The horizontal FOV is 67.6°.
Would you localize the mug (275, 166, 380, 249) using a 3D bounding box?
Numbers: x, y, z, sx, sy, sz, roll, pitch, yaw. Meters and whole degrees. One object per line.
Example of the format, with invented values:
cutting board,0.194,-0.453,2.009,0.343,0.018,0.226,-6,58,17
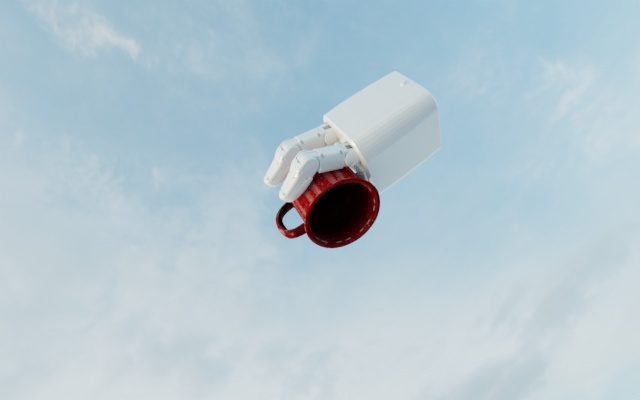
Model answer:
mug,-0.001,0.003,0.559,0.117,0.093,0.081,-34,41,-3
